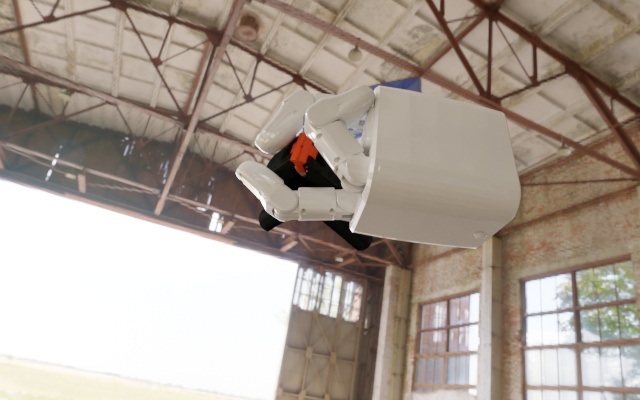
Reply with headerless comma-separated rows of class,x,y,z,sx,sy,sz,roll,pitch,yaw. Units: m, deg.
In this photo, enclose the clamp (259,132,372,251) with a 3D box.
clamp,0.000,0.001,0.441,0.120,0.039,0.171,10,-24,-1
